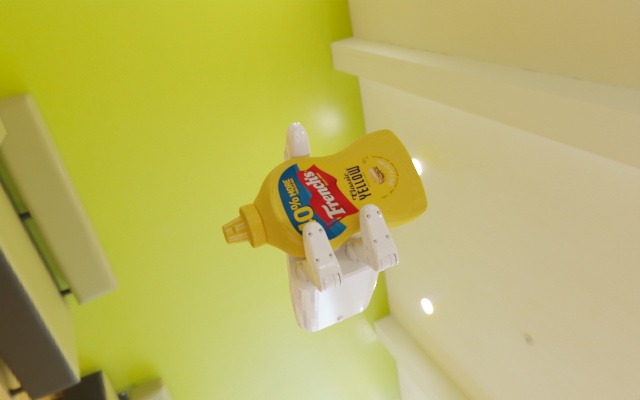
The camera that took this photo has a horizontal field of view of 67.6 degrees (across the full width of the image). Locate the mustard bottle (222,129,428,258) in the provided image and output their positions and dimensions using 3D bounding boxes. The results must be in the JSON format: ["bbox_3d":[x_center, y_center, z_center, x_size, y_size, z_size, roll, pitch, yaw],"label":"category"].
[{"bbox_3d":[0.000,0.001,0.458,0.191,0.096,0.058,-19,-12,-16],"label":"mustard bottle"}]
